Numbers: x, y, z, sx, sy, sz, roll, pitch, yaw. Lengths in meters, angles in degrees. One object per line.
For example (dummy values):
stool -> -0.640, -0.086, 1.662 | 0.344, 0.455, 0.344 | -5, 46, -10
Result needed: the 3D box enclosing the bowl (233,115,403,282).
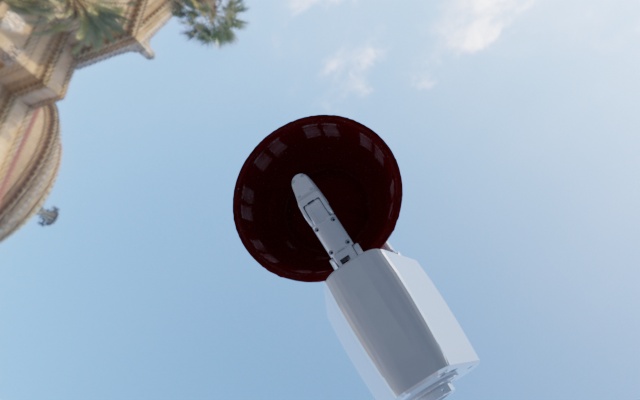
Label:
bowl -> 0.000, 0.000, 0.462 | 0.162, 0.162, 0.055 | 0, -17, 15
